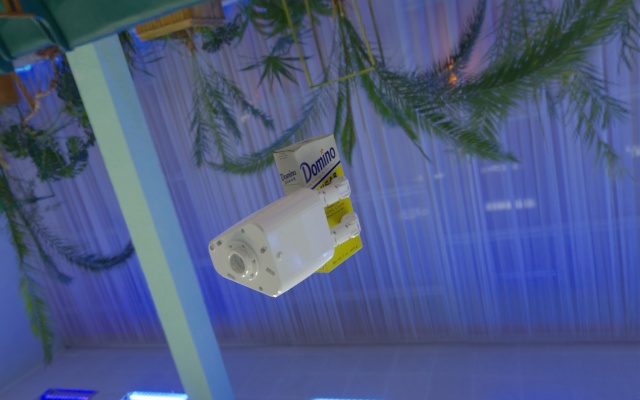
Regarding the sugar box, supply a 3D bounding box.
[{"bbox_3d":[0.000,0.002,0.672,0.048,0.176,0.093,-2,19,39],"label":"sugar box"}]
